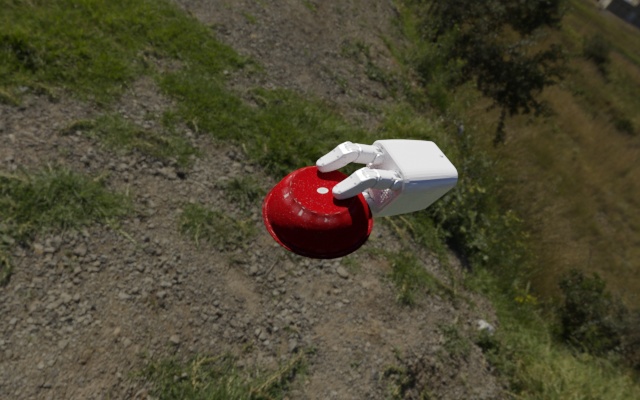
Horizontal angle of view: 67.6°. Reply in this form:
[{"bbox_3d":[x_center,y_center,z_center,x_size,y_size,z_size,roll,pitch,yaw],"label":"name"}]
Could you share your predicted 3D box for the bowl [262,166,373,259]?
[{"bbox_3d":[-0.001,0.002,0.670,0.162,0.162,0.055,0,-42,-10],"label":"bowl"}]
